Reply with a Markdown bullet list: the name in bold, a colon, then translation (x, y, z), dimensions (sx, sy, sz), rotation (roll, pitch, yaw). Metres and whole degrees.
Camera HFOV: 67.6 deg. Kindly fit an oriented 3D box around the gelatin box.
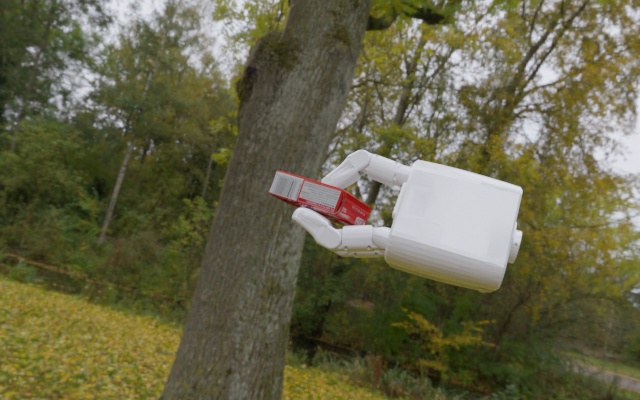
- **gelatin box**: translation (0.000, 0.001, 0.514), dimensions (0.089, 0.030, 0.073), rotation (18, -7, 30)
